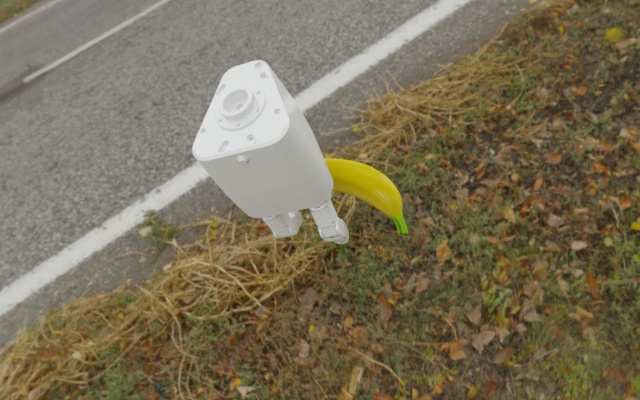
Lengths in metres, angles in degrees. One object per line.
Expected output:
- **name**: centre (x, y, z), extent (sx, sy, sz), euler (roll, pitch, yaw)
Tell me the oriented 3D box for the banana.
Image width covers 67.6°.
- **banana**: centre (0.008, -0.015, 0.541), extent (0.198, 0.069, 0.037), euler (12, -10, 23)
